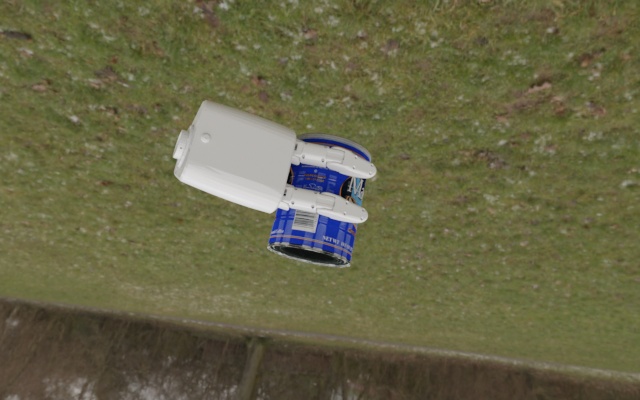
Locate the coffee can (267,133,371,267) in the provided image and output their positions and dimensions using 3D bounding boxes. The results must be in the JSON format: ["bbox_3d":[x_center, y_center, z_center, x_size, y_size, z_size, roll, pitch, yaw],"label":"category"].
[{"bbox_3d":[0.000,0.002,0.591,0.103,0.140,0.103,11,-15,3],"label":"coffee can"}]
